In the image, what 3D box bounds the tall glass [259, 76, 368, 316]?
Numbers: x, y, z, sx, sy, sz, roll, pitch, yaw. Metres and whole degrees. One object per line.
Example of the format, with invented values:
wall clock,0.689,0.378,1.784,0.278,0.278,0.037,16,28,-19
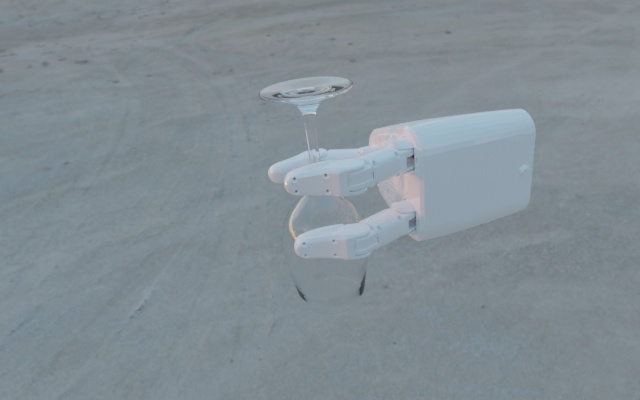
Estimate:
tall glass,0.000,0.001,0.413,0.079,0.201,0.079,-6,26,3
